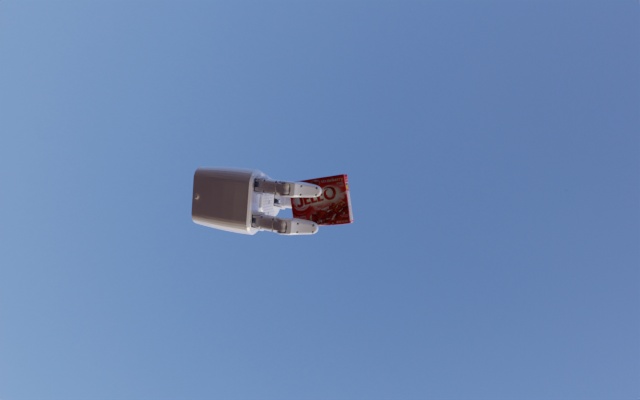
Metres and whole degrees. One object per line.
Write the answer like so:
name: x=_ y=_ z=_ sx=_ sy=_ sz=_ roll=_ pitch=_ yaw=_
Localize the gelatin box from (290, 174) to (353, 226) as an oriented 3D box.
gelatin box: x=0.001 y=0.002 z=0.715 sx=0.089 sy=0.073 sz=0.030 roll=-7 pitch=1 yaw=14
